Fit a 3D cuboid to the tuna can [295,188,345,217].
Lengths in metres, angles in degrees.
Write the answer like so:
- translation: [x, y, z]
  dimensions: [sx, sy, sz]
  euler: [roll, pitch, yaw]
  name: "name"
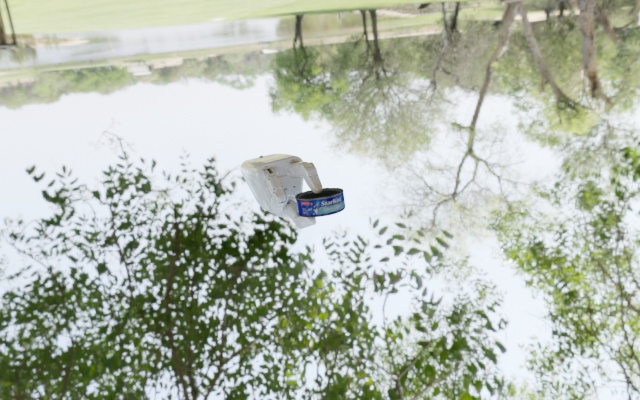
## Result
- translation: [0.000, 0.003, 0.832]
  dimensions: [0.086, 0.034, 0.086]
  euler: [-8, 12, 2]
  name: "tuna can"
